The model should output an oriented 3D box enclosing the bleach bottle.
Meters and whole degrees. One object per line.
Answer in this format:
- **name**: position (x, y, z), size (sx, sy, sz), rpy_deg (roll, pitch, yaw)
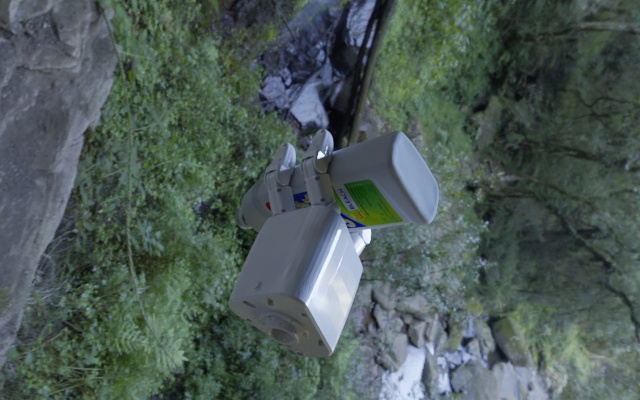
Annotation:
- **bleach bottle**: position (0.000, 0.002, 0.554), size (0.251, 0.068, 0.103), rpy_deg (-16, -54, 37)
